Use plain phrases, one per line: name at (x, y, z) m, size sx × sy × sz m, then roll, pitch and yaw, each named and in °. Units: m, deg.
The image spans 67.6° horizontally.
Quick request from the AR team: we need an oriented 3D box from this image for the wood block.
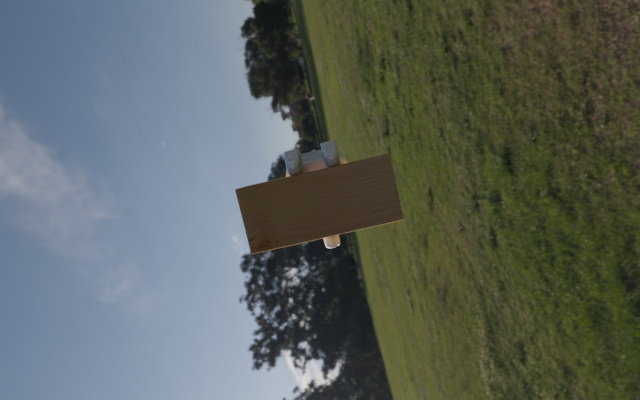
wood block at (0.000, 0.002, 0.664) m, size 0.206 × 0.091 × 0.090 m, roll -13°, pitch 4°, yaw 3°
